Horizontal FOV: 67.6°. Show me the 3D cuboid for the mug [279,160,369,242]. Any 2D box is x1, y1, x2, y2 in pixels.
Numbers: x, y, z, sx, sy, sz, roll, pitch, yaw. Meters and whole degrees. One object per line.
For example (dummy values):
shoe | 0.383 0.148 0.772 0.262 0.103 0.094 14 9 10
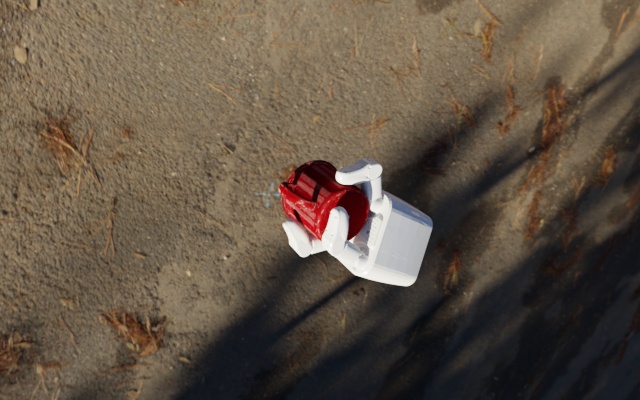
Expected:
mug | -0.001 0.002 0.607 0.117 0.093 0.081 20 13 -41
